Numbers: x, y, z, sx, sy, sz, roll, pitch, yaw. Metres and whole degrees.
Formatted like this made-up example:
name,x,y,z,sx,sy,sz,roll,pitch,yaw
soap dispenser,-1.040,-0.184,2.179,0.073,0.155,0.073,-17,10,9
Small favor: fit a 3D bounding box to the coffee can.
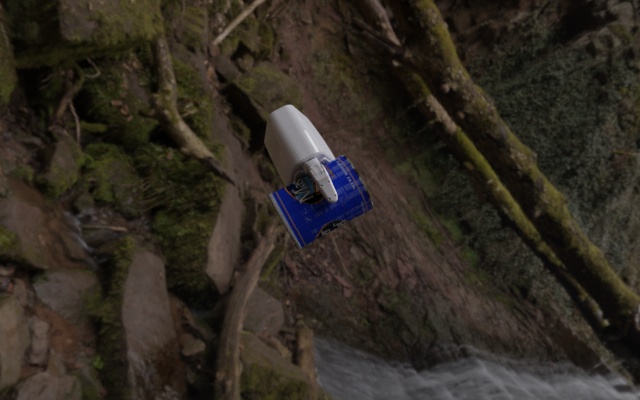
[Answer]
name,x,y,z,sx,sy,sz,roll,pitch,yaw
coffee can,0.000,0.003,0.784,0.140,0.103,0.103,-29,2,-4
